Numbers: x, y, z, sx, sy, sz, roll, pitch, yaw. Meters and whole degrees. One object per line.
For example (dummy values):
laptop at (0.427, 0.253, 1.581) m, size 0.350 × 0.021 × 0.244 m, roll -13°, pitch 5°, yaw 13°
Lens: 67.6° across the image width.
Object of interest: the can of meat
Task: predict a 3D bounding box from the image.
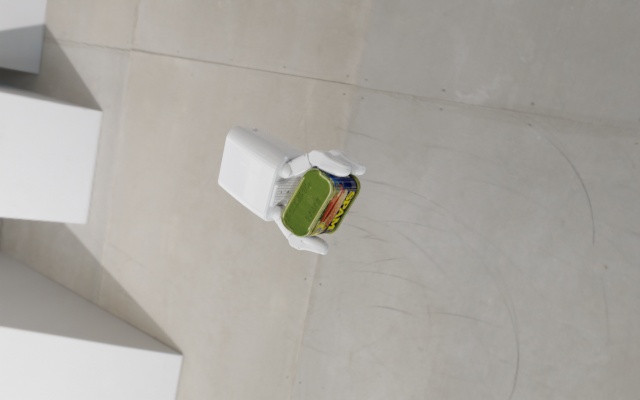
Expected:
can of meat at (0.000, 0.002, 0.677) m, size 0.057 × 0.102 × 0.084 m, roll 37°, pitch 19°, yaw 22°
